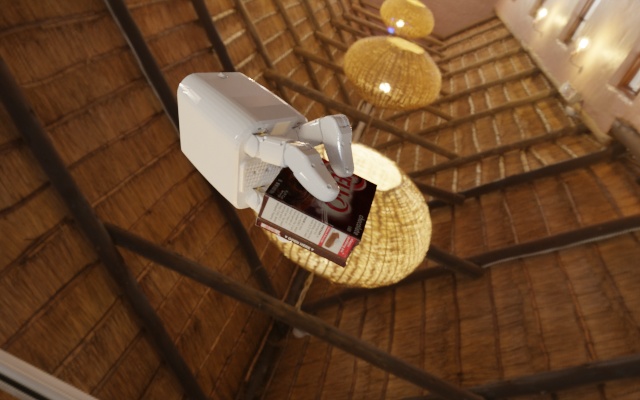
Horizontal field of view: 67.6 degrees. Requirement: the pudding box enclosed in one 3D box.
[{"bbox_3d":[0.000,0.002,0.444,0.090,0.039,0.113,25,32,1],"label":"pudding box"}]
